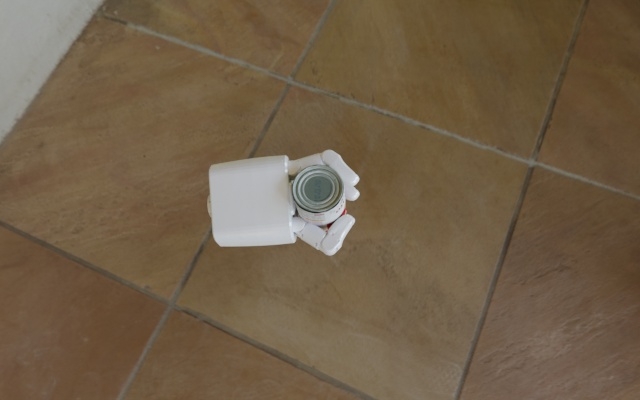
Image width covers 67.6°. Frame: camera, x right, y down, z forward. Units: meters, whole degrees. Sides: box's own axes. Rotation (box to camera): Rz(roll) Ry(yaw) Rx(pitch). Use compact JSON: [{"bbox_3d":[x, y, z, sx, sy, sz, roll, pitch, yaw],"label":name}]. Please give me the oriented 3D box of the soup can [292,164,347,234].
[{"bbox_3d":[0.001,0.002,0.642,0.068,0.068,0.102,0,-21,5],"label":"soup can"}]
